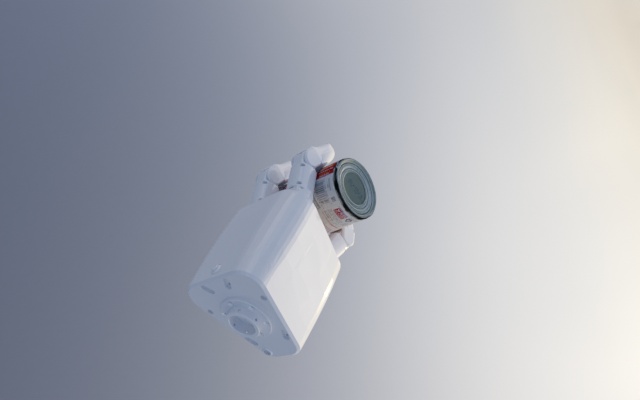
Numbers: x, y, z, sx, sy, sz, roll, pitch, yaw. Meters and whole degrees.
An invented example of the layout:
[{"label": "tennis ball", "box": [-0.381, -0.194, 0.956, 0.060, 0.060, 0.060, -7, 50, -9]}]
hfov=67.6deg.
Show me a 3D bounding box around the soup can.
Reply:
[{"label": "soup can", "box": [0.001, 0.001, 0.514, 0.102, 0.068, 0.068, -22, -14, 37]}]
